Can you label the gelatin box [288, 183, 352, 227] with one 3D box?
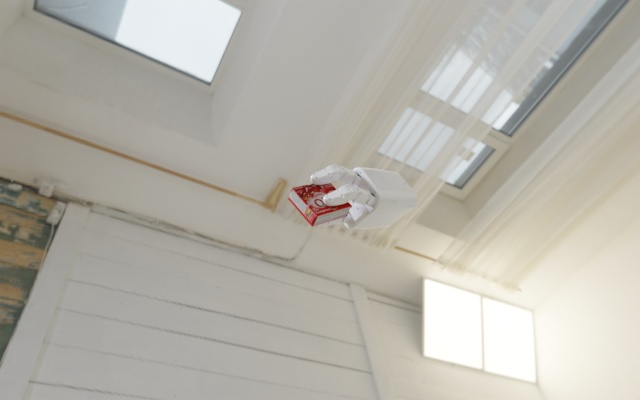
[{"bbox_3d":[0.000,0.003,0.835,0.089,0.030,0.073,-15,52,-41],"label":"gelatin box"}]
